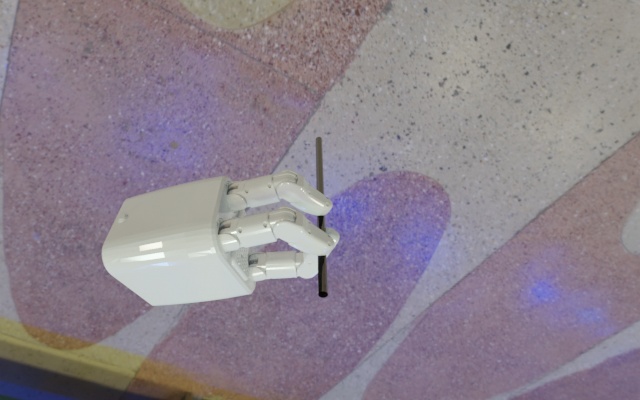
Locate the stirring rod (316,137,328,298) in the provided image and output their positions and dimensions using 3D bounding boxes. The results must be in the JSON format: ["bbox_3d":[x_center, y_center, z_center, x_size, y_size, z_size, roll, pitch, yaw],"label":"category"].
[{"bbox_3d":[0.000,0.002,0.482,0.011,0.011,0.239,0,39,-1],"label":"stirring rod"}]
